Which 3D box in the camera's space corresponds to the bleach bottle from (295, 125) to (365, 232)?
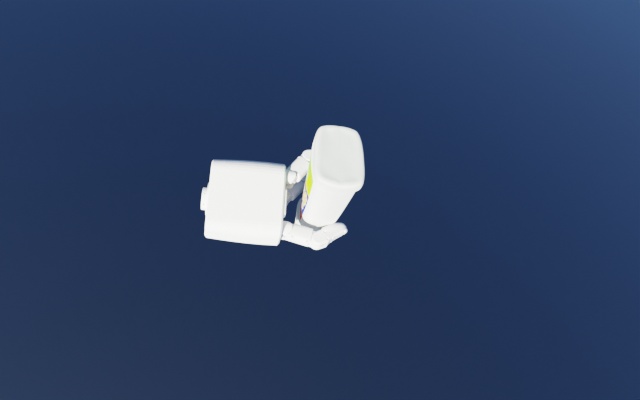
[{"bbox_3d":[0.000,0.002,0.712,0.068,0.102,0.251,7,-31,-9],"label":"bleach bottle"}]
